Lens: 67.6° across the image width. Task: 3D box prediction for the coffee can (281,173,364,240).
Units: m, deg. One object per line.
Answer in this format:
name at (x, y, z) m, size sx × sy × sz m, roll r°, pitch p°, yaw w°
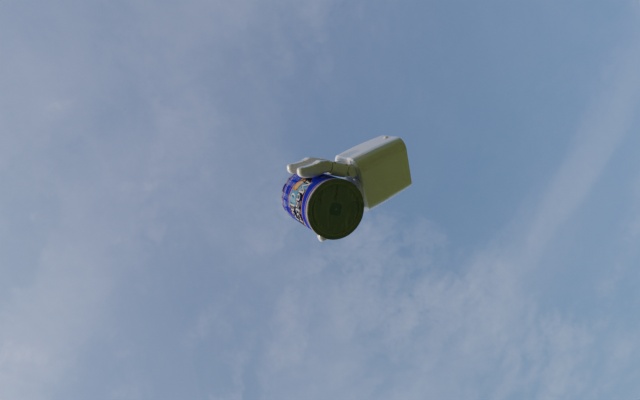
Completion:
coffee can at (0.000, 0.003, 0.841) m, size 0.103 × 0.103 × 0.140 m, roll 0°, pitch 10°, yaw -22°
